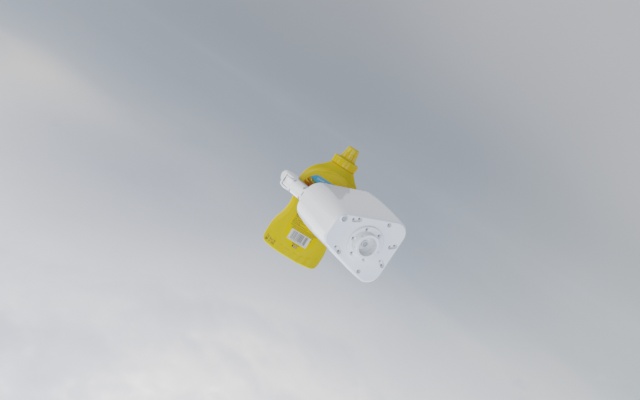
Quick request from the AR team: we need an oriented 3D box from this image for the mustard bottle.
[{"bbox_3d":[0.000,0.003,0.728,0.096,0.191,0.058,32,8,-3],"label":"mustard bottle"}]
